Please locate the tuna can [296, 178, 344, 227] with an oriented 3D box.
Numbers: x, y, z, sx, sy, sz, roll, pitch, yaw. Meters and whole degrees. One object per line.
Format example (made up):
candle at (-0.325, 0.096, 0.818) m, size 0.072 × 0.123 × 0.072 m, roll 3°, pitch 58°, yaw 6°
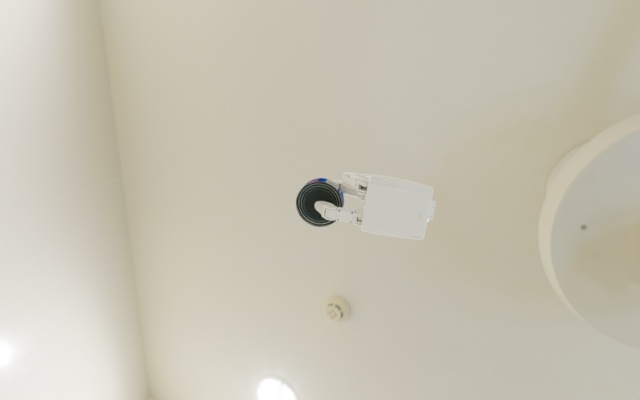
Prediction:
tuna can at (0.000, 0.003, 0.872) m, size 0.086 × 0.086 × 0.033 m, roll 0°, pitch 16°, yaw 10°
